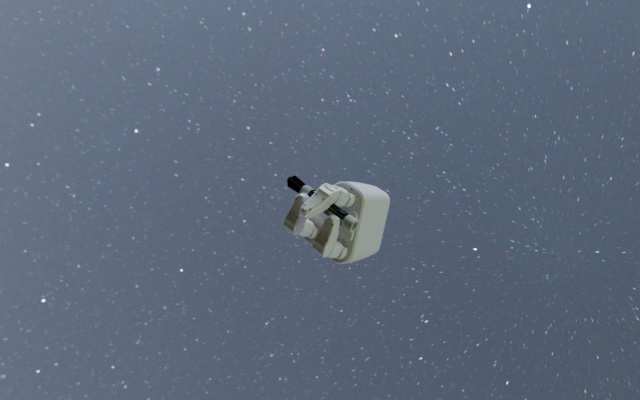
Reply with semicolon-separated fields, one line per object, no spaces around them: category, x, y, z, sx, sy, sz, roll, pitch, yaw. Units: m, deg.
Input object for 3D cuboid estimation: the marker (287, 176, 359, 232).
marker;0.000;0.002;0.640;0.121;0.020;0.020;36;17;26
